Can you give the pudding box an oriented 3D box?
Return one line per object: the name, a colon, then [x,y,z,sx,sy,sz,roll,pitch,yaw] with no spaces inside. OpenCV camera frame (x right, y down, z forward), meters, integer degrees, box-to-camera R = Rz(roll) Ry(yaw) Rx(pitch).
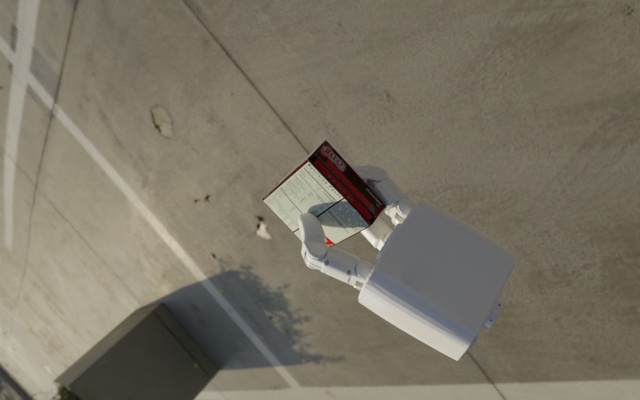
pudding box: [0.000,0.002,0.497,0.039,0.090,0.113,-47,8,-39]
